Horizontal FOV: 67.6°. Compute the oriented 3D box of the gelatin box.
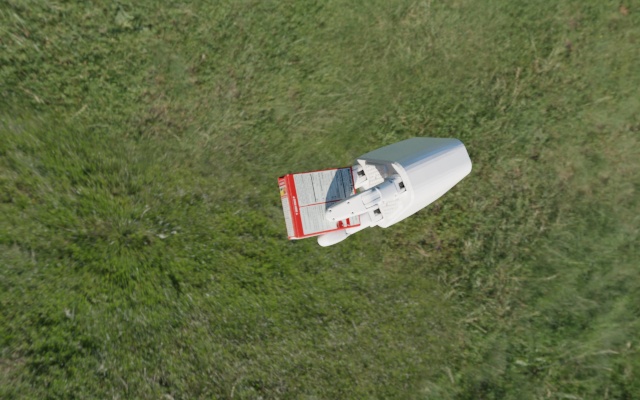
[{"bbox_3d":[0.000,0.002,0.558,0.089,0.073,0.030,-9,-2,-29],"label":"gelatin box"}]
